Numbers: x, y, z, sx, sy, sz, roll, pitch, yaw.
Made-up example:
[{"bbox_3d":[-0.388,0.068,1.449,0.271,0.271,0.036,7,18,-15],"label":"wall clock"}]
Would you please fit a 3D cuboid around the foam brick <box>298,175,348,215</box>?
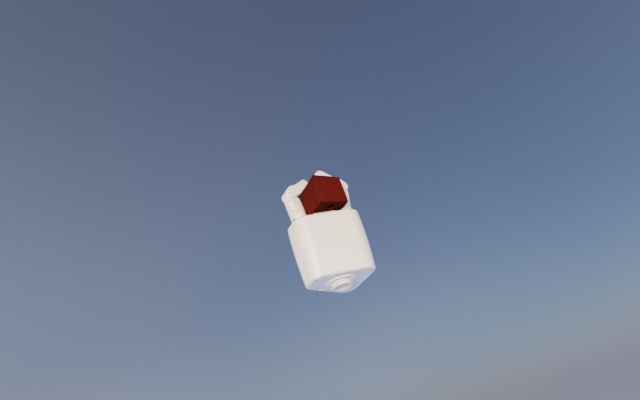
[{"bbox_3d":[0.000,0.002,0.784,0.053,0.051,0.078,1,-36,-30],"label":"foam brick"}]
